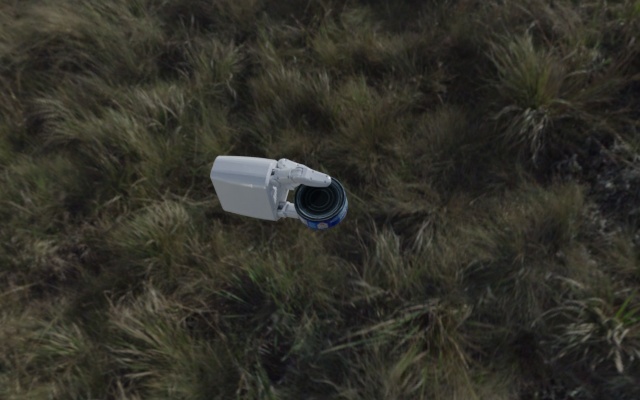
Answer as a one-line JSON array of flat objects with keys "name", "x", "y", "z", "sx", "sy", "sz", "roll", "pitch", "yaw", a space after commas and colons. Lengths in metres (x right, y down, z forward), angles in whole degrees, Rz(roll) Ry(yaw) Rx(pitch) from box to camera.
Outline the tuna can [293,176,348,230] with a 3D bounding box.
[{"name": "tuna can", "x": 0.000, "y": 0.002, "z": 0.768, "sx": 0.086, "sy": 0.086, "sz": 0.034, "roll": 0, "pitch": -27, "yaw": 8}]
